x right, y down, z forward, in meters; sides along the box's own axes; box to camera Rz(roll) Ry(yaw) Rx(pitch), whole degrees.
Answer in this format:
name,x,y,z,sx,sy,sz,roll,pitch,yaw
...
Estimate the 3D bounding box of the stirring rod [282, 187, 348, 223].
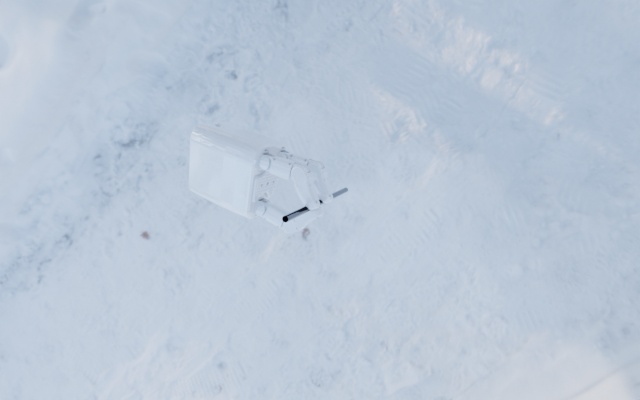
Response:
name,x,y,z,sx,sy,sz,roll,pitch,yaw
stirring rod,0.000,0.002,0.666,0.011,0.011,0.239,0,9,20
